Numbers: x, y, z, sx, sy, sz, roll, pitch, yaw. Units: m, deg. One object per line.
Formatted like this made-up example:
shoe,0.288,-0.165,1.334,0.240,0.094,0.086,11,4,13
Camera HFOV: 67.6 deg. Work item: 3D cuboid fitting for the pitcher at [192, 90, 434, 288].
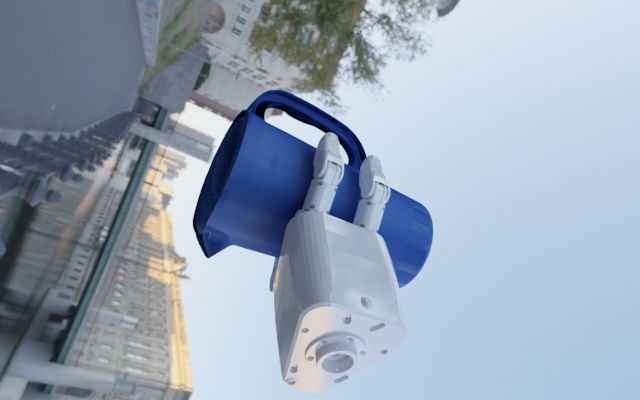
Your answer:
pitcher,0.000,0.002,0.514,0.243,0.149,0.145,22,30,-22
